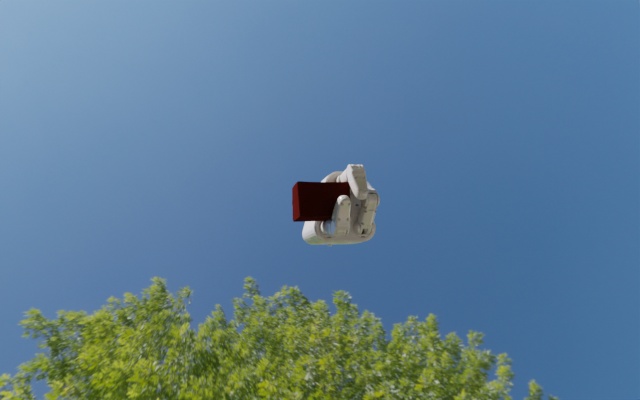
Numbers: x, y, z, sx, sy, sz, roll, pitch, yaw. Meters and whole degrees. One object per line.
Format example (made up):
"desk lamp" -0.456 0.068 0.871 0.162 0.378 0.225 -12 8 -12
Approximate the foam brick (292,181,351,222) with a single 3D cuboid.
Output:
"foam brick" 0.000 0.002 0.694 0.078 0.053 0.051 0 -9 -15
